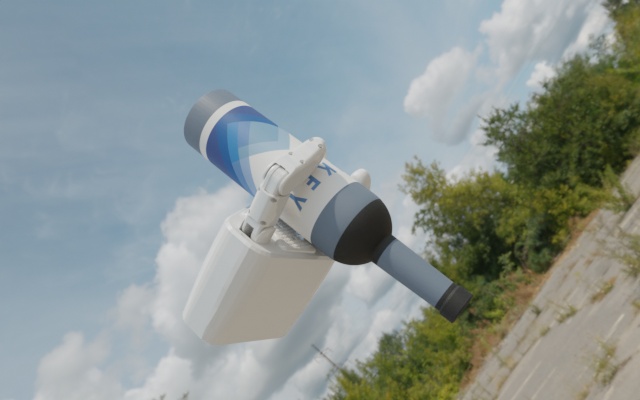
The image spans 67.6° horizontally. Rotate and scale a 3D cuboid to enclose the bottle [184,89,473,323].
[{"bbox_3d":[0.000,0.001,0.419,0.295,0.069,0.069,37,16,22],"label":"bottle"}]
